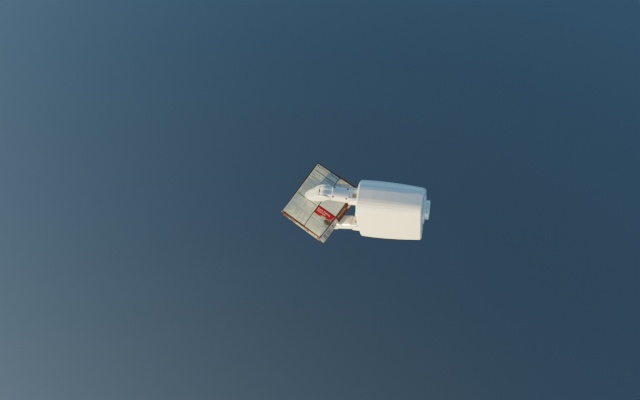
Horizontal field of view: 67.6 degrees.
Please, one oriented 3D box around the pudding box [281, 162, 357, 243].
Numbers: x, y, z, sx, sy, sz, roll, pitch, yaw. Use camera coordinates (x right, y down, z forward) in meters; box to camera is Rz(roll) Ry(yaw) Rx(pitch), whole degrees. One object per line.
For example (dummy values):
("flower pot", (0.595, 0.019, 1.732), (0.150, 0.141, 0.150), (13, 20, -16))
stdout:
("pudding box", (0.000, 0.003, 0.844), (0.090, 0.113, 0.039), (35, -7, 18))
